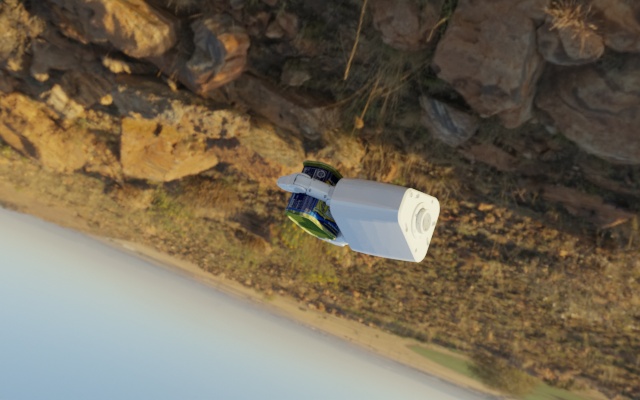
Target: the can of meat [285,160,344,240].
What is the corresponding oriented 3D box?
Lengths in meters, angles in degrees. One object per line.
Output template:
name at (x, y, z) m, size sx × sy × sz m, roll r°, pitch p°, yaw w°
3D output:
can of meat at (0.000, 0.003, 0.705) m, size 0.057 × 0.084 × 0.102 m, roll 10°, pitch -20°, yaw 35°
